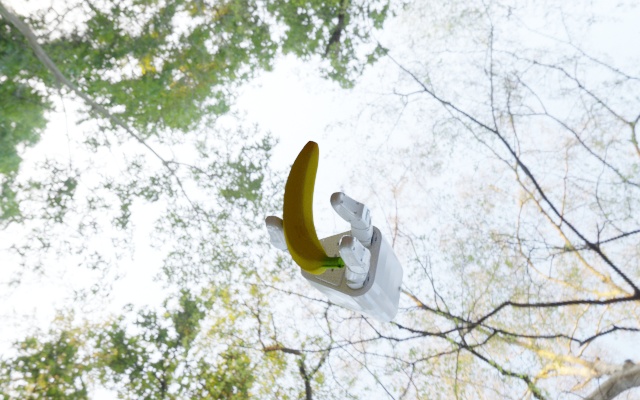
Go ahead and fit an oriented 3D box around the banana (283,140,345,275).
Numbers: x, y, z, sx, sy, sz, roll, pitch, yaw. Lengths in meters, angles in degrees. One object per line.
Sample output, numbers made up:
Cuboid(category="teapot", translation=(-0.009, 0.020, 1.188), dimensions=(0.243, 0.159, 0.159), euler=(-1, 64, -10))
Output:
Cuboid(category="banana", translation=(-0.015, 0.013, 0.554), dimensions=(0.069, 0.197, 0.037), euler=(-29, -43, 18))
